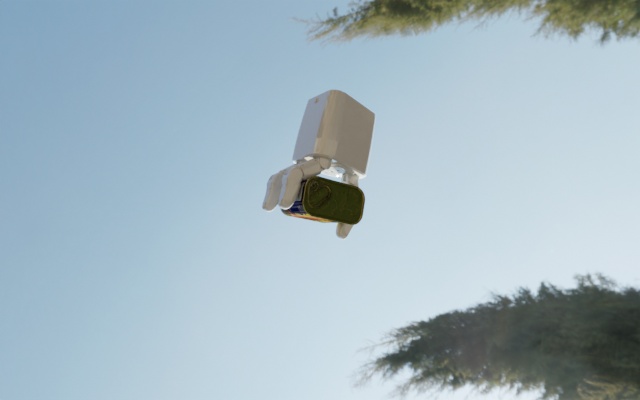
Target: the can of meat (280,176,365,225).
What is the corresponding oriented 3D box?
[{"bbox_3d":[0.000,0.002,0.711,0.102,0.057,0.084,13,-9,-30],"label":"can of meat"}]
